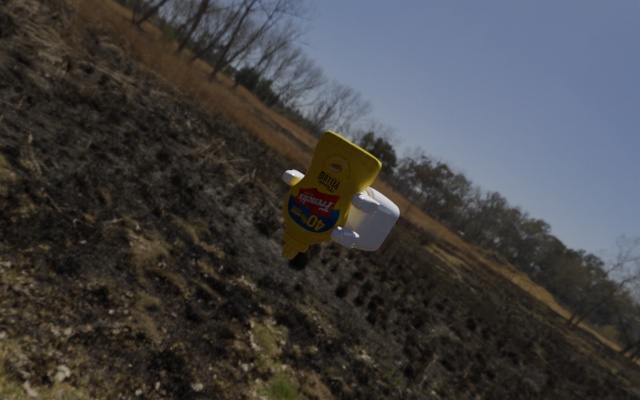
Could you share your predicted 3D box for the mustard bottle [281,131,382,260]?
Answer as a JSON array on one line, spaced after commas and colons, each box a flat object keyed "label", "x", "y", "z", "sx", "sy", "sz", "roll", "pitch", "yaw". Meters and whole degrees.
[{"label": "mustard bottle", "x": 0.000, "y": 0.002, "z": 0.695, "sx": 0.096, "sy": 0.191, "sz": 0.058, "roll": 33, "pitch": 5, "yaw": 14}]
